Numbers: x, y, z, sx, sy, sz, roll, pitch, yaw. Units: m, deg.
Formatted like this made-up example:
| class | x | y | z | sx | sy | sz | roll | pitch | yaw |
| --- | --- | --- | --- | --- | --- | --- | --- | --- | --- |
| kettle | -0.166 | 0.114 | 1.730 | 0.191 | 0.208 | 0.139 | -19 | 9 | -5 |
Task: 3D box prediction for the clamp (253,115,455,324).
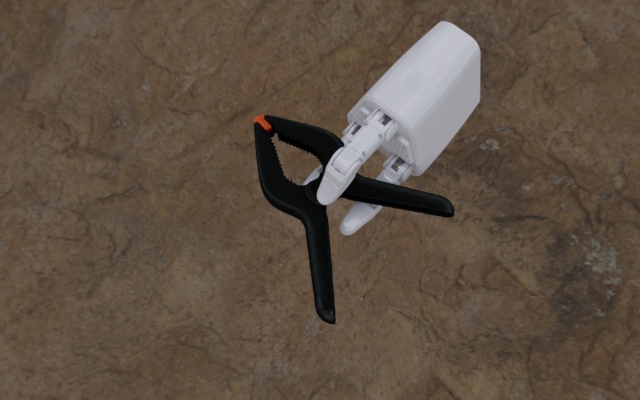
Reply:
| class | x | y | z | sx | sy | sz | roll | pitch | yaw |
| --- | --- | --- | --- | --- | --- | --- | --- | --- | --- |
| clamp | 0.000 | 0.001 | 0.465 | 0.210 | 0.164 | 0.036 | 41 | -9 | 11 |
